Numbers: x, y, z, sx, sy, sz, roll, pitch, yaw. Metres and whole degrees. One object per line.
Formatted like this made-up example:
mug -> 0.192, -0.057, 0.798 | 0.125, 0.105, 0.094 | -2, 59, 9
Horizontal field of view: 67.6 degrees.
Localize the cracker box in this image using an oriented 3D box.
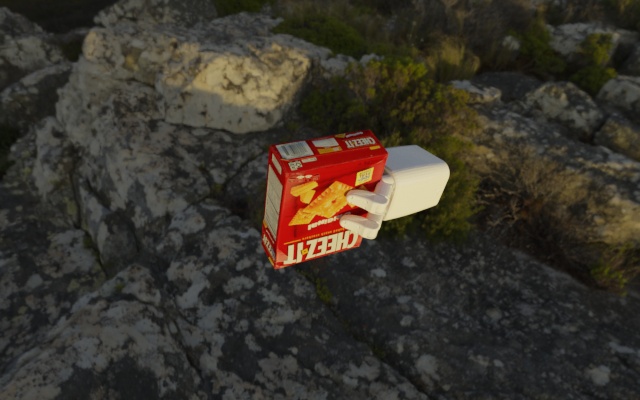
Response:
cracker box -> 0.000, 0.002, 0.747 | 0.164, 0.214, 0.072 | -12, 48, -22
